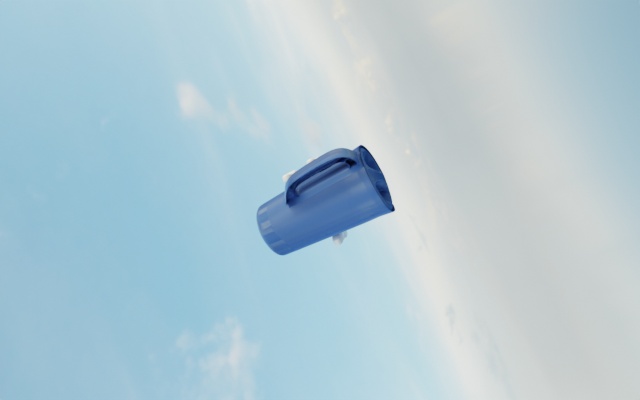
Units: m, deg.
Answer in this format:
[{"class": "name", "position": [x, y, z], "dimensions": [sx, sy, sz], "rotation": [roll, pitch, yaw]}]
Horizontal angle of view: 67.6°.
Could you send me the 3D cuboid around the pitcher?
[{"class": "pitcher", "position": [0.000, 0.003, 0.877], "dimensions": [0.243, 0.149, 0.145], "rotation": [-27, 5, 18]}]
